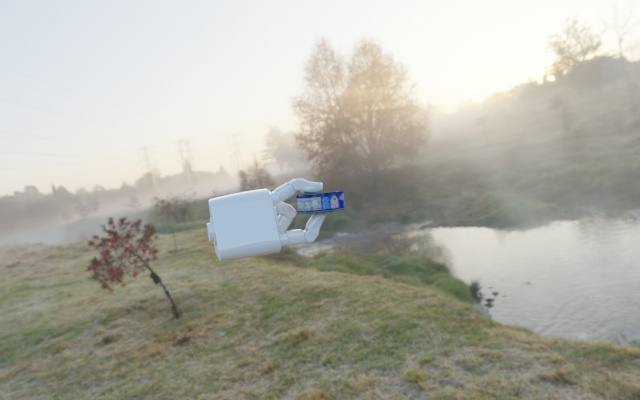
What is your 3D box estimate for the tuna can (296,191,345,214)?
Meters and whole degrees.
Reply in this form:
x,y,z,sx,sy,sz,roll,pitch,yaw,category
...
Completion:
x,y,z,sx,sy,sz,roll,pitch,yaw,category
0.000,0.002,0.850,0.086,0.034,0.086,-6,2,0,tuna can
